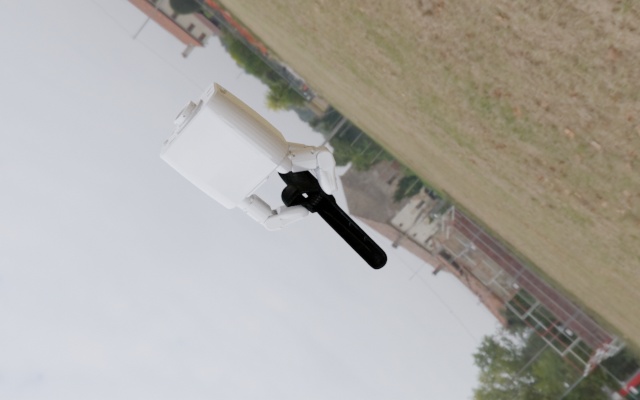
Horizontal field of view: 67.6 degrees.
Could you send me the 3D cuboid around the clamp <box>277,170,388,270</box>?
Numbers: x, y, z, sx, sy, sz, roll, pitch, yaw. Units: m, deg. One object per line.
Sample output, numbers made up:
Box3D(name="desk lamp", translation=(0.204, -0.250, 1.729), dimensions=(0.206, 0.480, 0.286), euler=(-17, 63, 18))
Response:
Box3D(name="clamp", translation=(-0.001, 0.002, 0.612), dimensions=(0.165, 0.036, 0.210), euler=(40, 8, -25))
